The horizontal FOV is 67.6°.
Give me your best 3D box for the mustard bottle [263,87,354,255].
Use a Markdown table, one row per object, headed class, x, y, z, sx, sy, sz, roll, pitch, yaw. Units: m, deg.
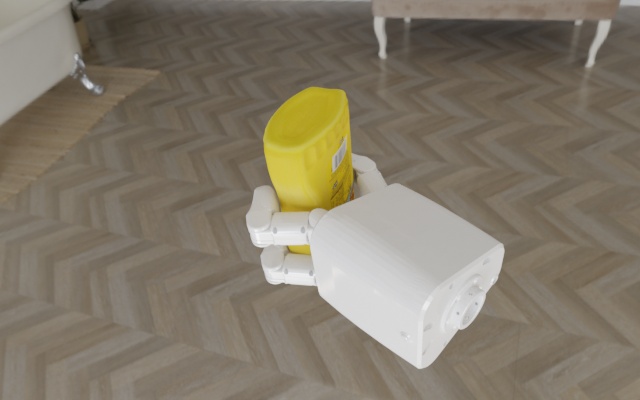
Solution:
| class | x | y | z | sx | sy | sz | roll | pitch | yaw |
| --- | --- | --- | --- | --- | --- | --- | --- | --- | --- |
| mustard bottle | 0.000 | 0.001 | 0.439 | 0.058 | 0.192 | 0.096 | 10 | 45 | 20 |
